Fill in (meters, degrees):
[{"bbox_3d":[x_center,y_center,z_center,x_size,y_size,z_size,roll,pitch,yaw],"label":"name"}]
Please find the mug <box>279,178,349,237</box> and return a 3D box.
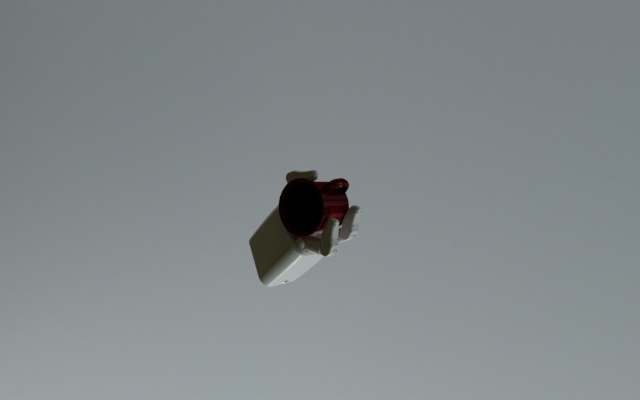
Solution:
[{"bbox_3d":[0.001,0.002,0.772,0.117,0.093,0.081,-45,-24,29],"label":"mug"}]
